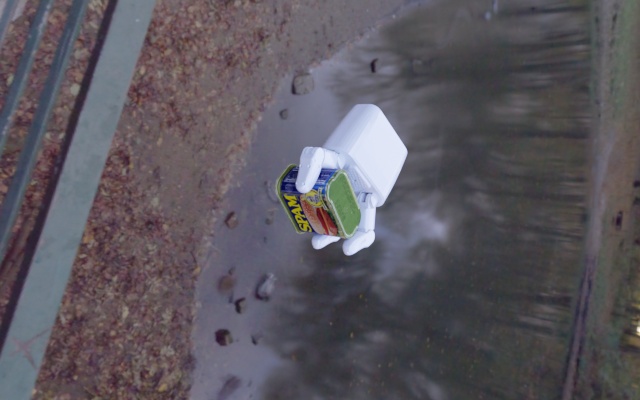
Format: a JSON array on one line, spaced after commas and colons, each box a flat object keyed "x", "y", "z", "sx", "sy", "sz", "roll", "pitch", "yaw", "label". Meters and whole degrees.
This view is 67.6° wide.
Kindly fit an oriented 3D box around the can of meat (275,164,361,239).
[{"x": 0.000, "y": 0.002, "z": 0.641, "sx": 0.084, "sy": 0.102, "sz": 0.057, "roll": 6, "pitch": 46, "yaw": 35, "label": "can of meat"}]
